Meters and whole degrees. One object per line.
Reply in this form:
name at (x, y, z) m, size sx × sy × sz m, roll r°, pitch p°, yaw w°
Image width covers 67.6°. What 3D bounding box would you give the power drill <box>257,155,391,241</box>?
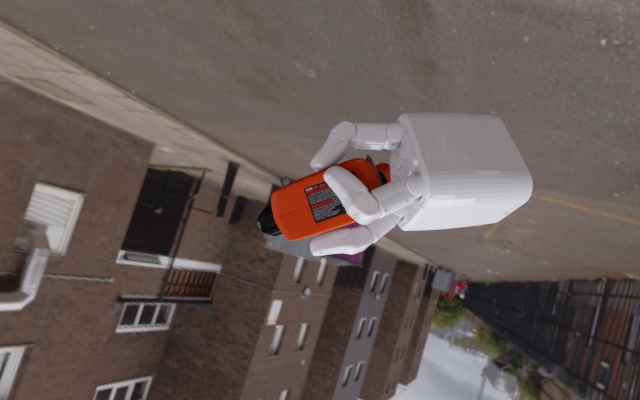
power drill at (0.000, 0.002, 0.534) m, size 0.184 × 0.057 × 0.187 m, roll -22°, pitch 0°, yaw 6°
